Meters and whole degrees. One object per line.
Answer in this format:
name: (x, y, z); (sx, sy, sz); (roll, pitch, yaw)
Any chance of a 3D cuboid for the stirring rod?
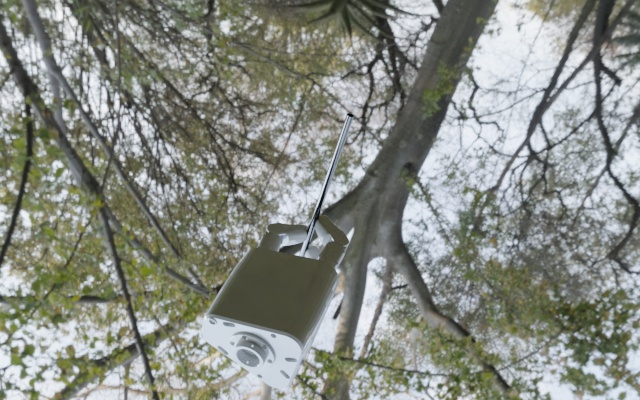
stirring rod: (0.000, 0.002, 0.569); (0.011, 0.240, 0.011); (12, 38, -9)
